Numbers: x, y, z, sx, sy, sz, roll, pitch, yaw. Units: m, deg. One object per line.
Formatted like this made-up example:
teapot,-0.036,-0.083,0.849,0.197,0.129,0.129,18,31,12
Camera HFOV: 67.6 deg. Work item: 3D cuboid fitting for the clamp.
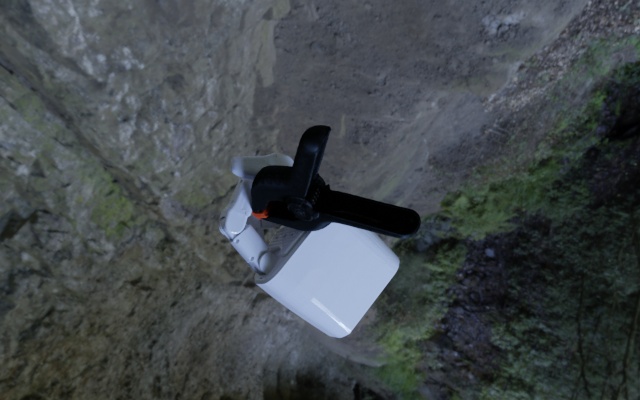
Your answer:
clamp,0.000,0.002,0.408,0.120,0.039,0.171,42,-26,-15
